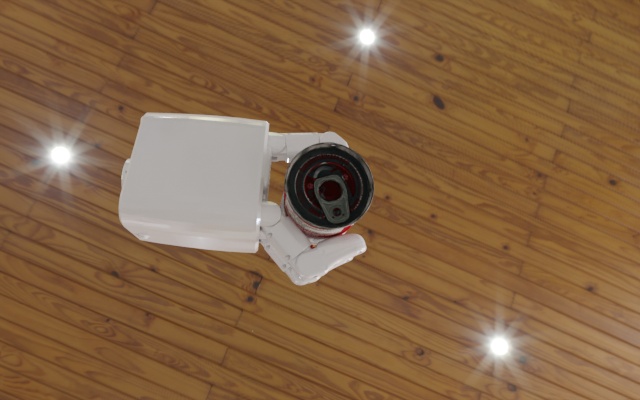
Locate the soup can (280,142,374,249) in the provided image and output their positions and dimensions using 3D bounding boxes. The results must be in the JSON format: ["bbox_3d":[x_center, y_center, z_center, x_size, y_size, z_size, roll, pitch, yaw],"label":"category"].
[{"bbox_3d":[0.001,0.001,0.404,0.068,0.068,0.102,0,-15,-8],"label":"soup can"}]
